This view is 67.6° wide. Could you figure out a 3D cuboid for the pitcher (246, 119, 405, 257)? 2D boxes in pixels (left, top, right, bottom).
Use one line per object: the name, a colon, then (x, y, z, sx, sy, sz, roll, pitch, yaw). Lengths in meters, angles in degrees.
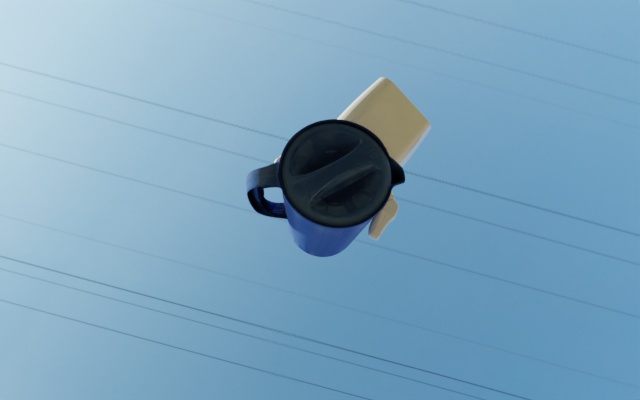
pitcher: (0.000, 0.002, 0.649, 0.149, 0.145, 0.243, 40, -17, 9)
